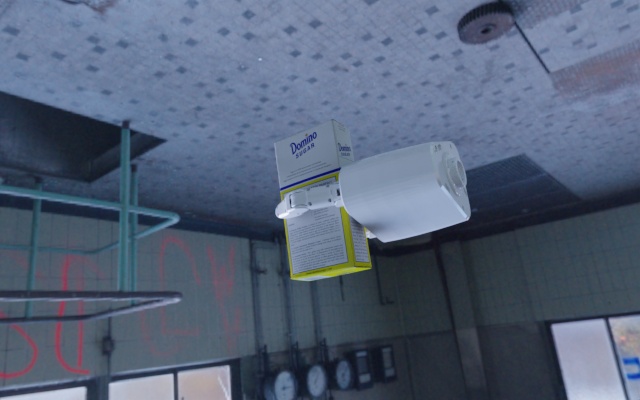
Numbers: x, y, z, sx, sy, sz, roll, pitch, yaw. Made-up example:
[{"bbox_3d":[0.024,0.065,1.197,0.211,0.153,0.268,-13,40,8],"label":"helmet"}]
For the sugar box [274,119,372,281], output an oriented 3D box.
[{"bbox_3d":[0.001,0.002,0.573,0.093,0.176,0.048,-16,-19,32],"label":"sugar box"}]
